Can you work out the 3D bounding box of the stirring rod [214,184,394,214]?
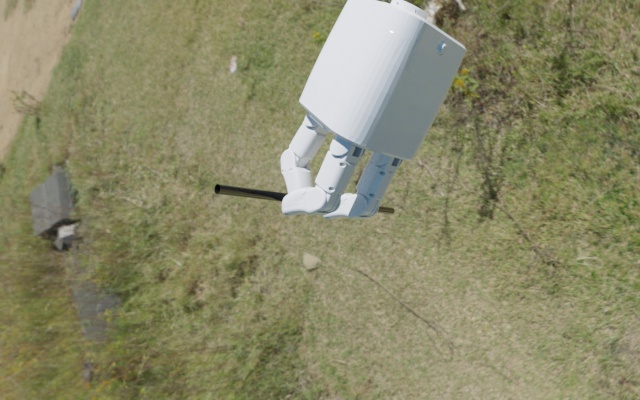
[{"bbox_3d":[0.000,0.001,0.469,0.011,0.011,0.239,0,-5,44],"label":"stirring rod"}]
